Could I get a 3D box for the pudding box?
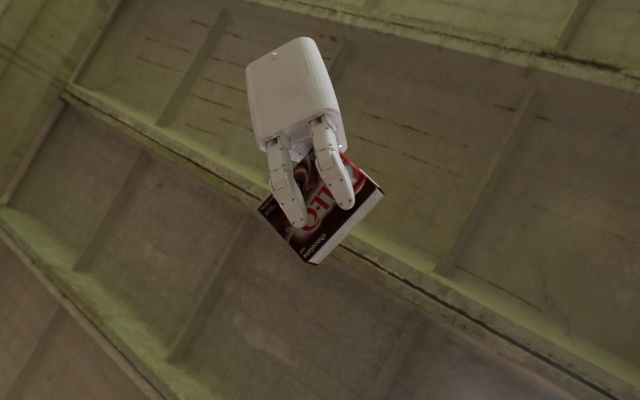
[{"bbox_3d":[0.000,0.002,0.523,0.090,0.113,0.039,45,7,28],"label":"pudding box"}]
